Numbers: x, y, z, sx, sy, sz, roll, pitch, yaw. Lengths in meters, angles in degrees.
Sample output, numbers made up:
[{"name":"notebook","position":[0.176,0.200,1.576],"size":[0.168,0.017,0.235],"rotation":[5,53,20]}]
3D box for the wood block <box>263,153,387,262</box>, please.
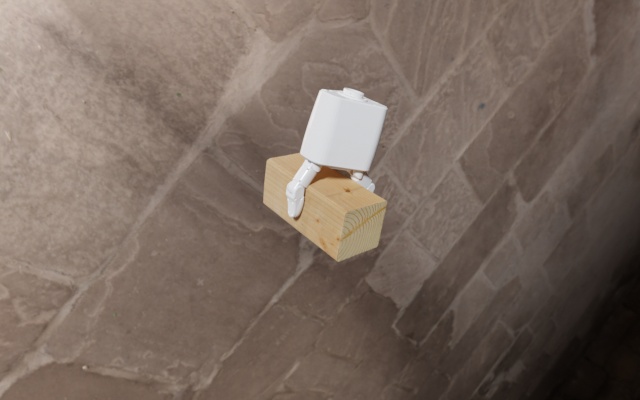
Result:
[{"name":"wood block","position":[0.000,0.002,0.799],"size":[0.091,0.090,0.206],"rotation":[-15,35,-37]}]
